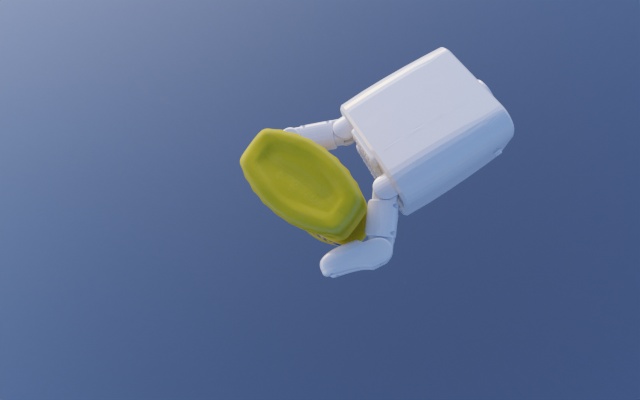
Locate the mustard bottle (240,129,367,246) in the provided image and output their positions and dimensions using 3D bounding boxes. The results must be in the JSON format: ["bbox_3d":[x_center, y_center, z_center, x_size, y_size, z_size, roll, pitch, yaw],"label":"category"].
[{"bbox_3d":[0.000,0.002,0.422,0.096,0.058,0.192,35,-3,13],"label":"mustard bottle"}]
